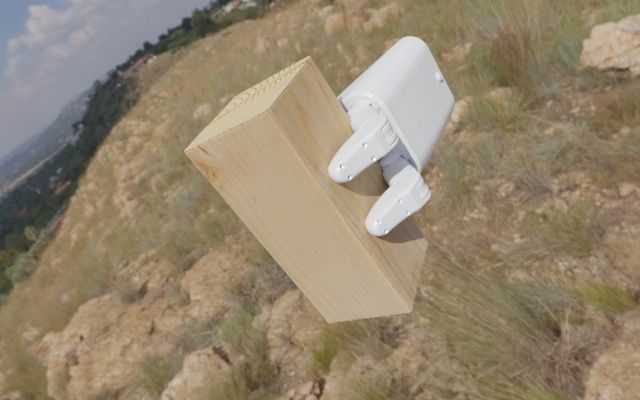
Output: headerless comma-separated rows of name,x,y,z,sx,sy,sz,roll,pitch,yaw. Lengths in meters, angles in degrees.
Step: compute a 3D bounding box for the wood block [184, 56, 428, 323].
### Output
wood block,0.000,0.001,0.406,0.091,0.206,0.090,-17,31,35
